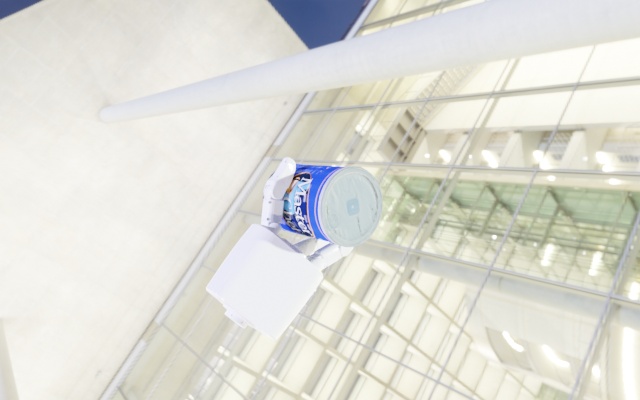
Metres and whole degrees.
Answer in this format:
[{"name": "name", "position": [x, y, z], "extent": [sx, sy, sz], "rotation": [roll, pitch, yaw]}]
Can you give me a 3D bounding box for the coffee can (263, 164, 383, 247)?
[{"name": "coffee can", "position": [0.000, 0.002, 0.655], "extent": [0.103, 0.103, 0.140], "rotation": [0, 5, -37]}]
